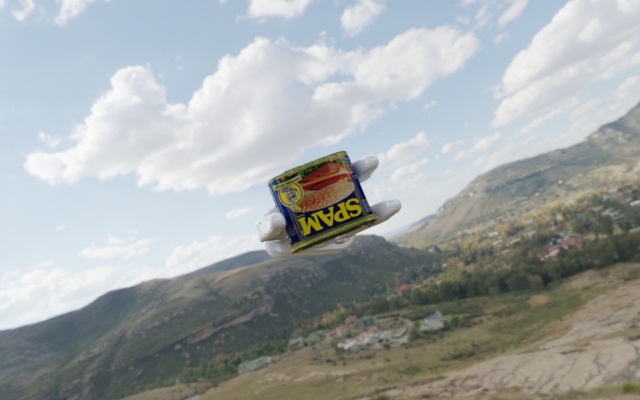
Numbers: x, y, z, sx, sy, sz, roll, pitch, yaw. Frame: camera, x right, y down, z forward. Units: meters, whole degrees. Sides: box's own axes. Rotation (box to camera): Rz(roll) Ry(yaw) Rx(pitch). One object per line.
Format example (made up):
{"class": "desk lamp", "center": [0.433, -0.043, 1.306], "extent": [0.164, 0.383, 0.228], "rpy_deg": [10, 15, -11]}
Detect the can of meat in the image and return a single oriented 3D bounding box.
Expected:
{"class": "can of meat", "center": [0.000, 0.001, 0.532], "extent": [0.102, 0.084, 0.057], "rpy_deg": [-21, -9, -8]}
